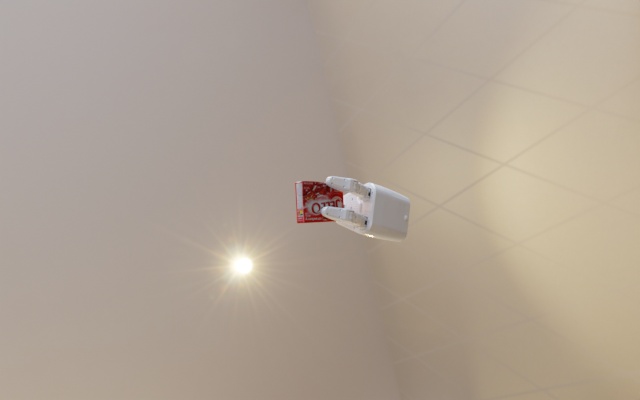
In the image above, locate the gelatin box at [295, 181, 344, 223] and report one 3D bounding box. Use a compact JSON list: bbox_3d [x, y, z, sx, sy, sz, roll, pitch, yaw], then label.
[{"bbox_3d":[0.000,0.003,0.849,0.089,0.073,0.030,-1,-3,-33],"label":"gelatin box"}]
